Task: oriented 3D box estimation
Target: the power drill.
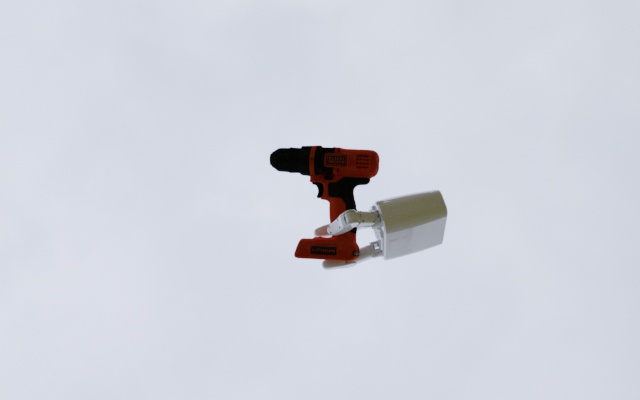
[{"bbox_3d":[0.000,0.003,0.785,0.184,0.187,0.057,3,-2,13],"label":"power drill"}]
